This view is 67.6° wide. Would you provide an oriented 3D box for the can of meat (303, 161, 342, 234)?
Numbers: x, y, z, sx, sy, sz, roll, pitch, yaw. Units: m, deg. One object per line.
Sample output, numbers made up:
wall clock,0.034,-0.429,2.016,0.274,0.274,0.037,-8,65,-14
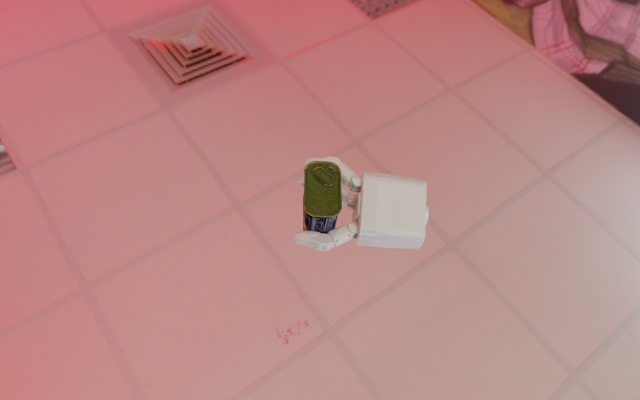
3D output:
can of meat,0.000,0.003,0.761,0.057,0.102,0.084,2,-32,-4
